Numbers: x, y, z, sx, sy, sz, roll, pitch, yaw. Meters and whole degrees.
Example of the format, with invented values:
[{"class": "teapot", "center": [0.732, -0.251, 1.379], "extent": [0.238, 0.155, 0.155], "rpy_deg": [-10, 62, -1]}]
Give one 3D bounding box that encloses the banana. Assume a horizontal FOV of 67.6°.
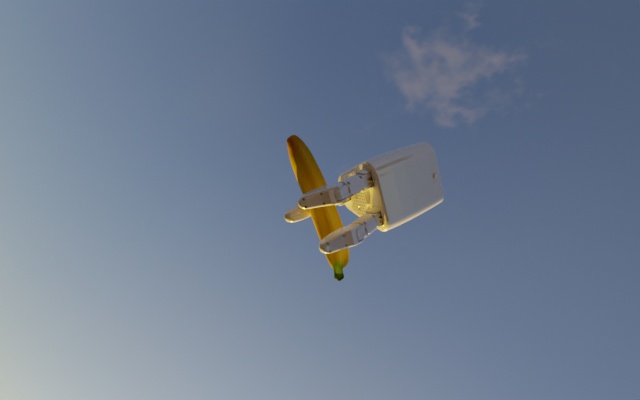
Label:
[{"class": "banana", "center": [0.001, 0.008, 0.638], "extent": [0.037, 0.198, 0.069], "rpy_deg": [-21, -7, -2]}]
